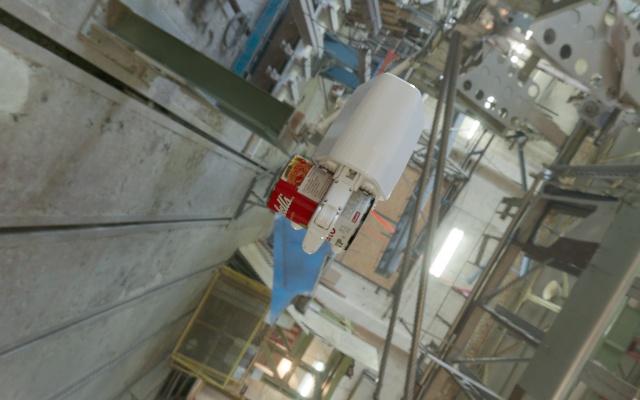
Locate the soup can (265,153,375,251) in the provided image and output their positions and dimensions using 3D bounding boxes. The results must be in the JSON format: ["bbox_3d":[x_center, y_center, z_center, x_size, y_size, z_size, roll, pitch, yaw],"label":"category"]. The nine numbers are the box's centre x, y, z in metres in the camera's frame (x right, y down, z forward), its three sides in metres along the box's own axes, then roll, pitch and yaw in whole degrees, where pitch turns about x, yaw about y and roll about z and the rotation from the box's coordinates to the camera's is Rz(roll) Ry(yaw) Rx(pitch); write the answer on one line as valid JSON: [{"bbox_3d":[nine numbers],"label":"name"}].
[{"bbox_3d":[0.000,0.002,0.523,0.102,0.068,0.068,29,2,3],"label":"soup can"}]
